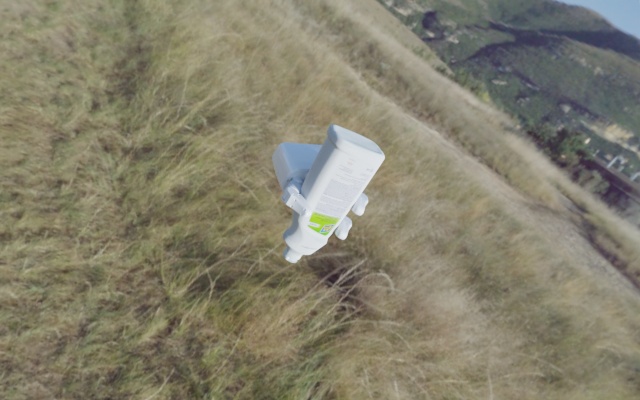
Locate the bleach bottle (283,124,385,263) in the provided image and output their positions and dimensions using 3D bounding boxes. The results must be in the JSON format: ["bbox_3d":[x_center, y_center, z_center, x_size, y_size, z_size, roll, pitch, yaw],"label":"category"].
[{"bbox_3d":[0.000,0.003,0.800,0.102,0.251,0.068,18,27,-30],"label":"bleach bottle"}]
